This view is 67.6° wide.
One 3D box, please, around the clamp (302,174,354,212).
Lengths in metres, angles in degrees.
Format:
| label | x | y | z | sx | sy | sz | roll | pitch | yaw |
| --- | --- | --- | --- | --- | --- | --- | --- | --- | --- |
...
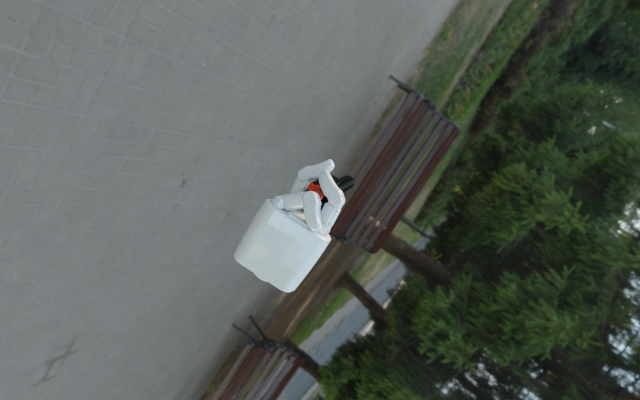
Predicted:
| label | x | y | z | sx | sy | sz | roll | pitch | yaw |
| --- | --- | --- | --- | --- | --- | --- | --- | --- | --- |
| clamp | 0.001 | 0.003 | 0.818 | 0.039 | 0.120 | 0.171 | 36 | 9 | 16 |
